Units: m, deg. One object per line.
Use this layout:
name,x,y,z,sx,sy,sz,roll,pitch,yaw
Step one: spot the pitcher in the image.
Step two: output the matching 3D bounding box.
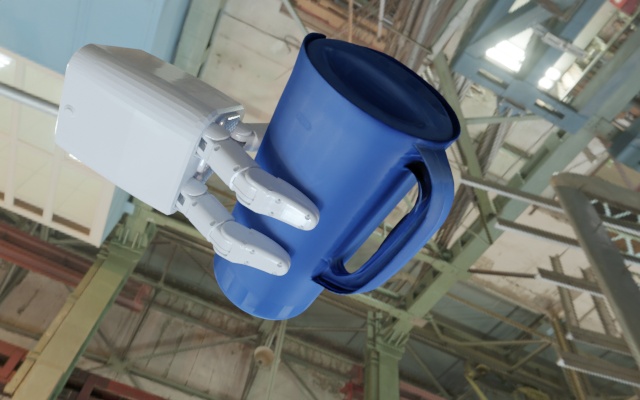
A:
pitcher,0.000,0.001,0.405,0.145,0.243,0.149,30,34,-3
